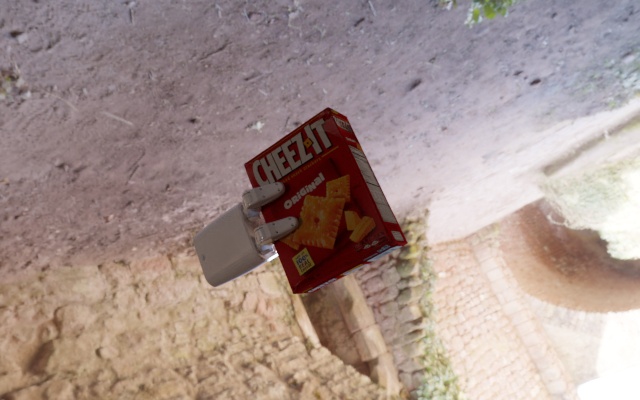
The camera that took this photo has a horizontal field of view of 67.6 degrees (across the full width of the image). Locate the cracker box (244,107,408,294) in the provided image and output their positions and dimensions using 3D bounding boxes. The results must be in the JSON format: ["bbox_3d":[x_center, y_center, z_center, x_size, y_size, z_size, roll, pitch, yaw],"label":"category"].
[{"bbox_3d":[0.000,0.002,0.680,0.164,0.213,0.072,-31,-19,21],"label":"cracker box"}]
